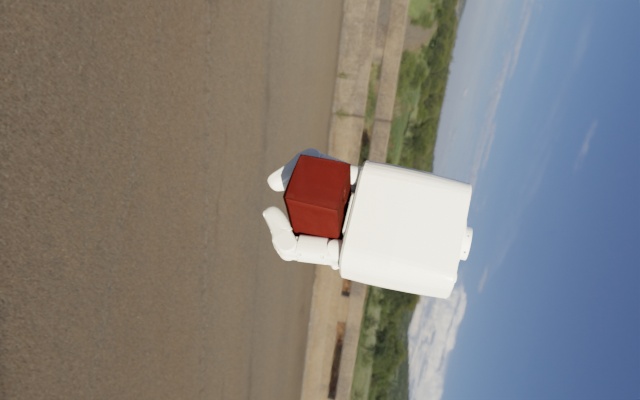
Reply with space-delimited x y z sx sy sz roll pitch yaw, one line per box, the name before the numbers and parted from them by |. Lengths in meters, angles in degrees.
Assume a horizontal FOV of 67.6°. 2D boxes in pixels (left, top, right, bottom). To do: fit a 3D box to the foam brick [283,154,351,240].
foam brick | 0.000 0.001 0.462 0.051 0.053 0.078 12 -30 12
